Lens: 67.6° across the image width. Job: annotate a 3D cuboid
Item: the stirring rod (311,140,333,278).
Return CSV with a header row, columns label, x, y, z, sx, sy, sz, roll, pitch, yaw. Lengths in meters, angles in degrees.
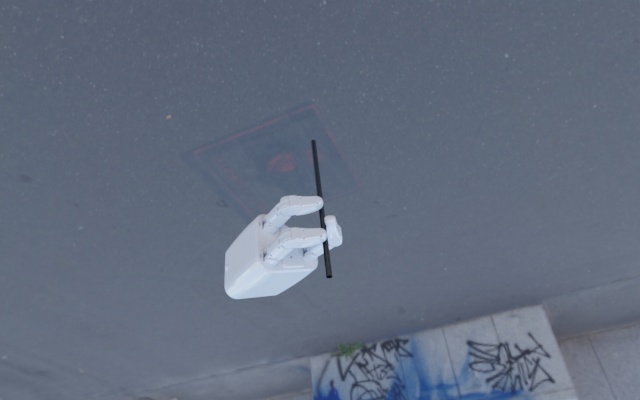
label,x,y,z,sx,sy,sz,roll,pitch,yaw
stirring rod,0.000,0.002,0.683,0.011,0.239,0.011,-4,-37,-3
